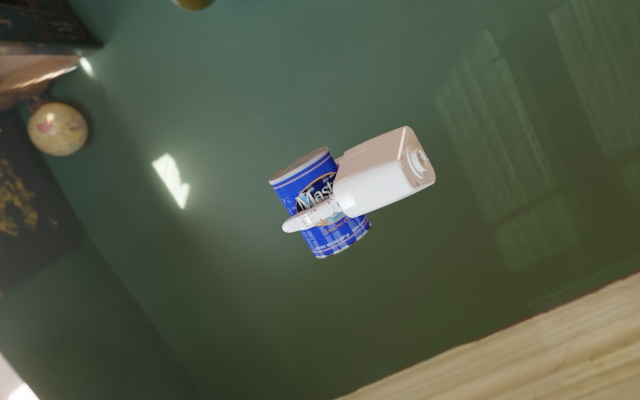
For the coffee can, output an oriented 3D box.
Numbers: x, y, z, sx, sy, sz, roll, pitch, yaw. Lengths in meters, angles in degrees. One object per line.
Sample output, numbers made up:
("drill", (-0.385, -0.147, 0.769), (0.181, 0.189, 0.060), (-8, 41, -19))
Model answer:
("coffee can", (0.000, 0.002, 0.735), (0.103, 0.140, 0.102), (-29, 11, 6))
